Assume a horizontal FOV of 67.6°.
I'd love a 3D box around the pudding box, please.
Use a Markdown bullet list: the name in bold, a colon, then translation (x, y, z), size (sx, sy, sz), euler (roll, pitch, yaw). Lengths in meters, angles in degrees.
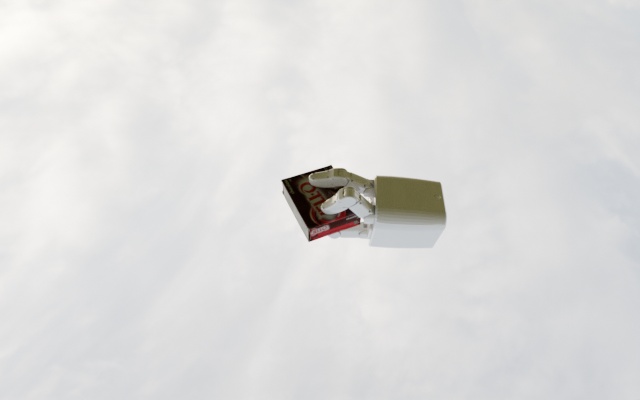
- **pudding box**: translation (0.000, 0.003, 0.744), size (0.090, 0.039, 0.113), euler (-17, 49, -18)
